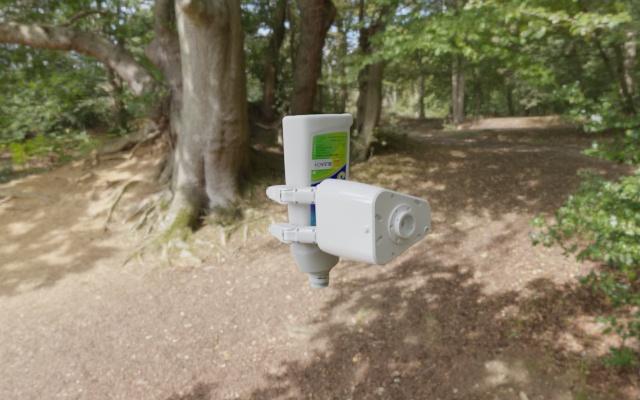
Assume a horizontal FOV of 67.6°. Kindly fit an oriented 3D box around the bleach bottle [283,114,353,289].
[{"bbox_3d":[0.000,0.002,0.698,0.102,0.251,0.068,-10,12,-38],"label":"bleach bottle"}]
